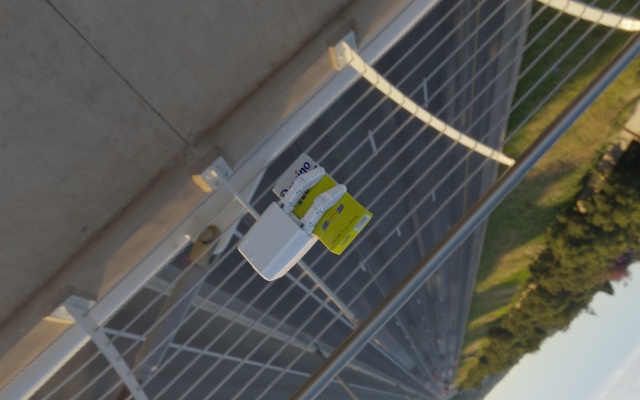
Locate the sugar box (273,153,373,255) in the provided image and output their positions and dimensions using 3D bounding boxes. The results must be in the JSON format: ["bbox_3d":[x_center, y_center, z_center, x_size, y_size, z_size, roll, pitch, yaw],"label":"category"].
[{"bbox_3d":[0.000,0.003,0.854,0.176,0.093,0.048,43,6,26],"label":"sugar box"}]
